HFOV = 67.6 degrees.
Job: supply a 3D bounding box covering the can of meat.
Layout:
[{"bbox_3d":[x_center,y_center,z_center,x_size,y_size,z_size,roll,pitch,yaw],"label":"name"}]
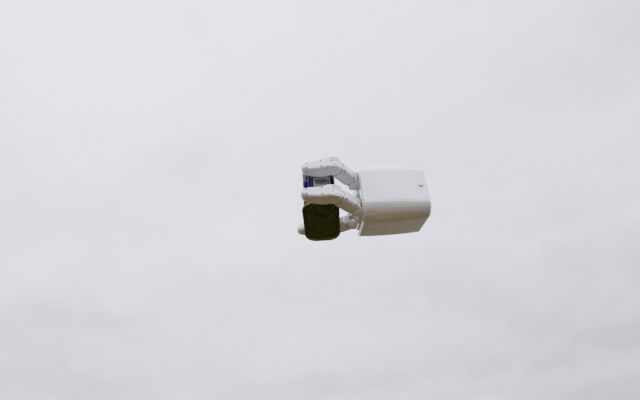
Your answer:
[{"bbox_3d":[0.000,0.002,0.770,0.057,0.083,0.102,-4,-39,1],"label":"can of meat"}]
